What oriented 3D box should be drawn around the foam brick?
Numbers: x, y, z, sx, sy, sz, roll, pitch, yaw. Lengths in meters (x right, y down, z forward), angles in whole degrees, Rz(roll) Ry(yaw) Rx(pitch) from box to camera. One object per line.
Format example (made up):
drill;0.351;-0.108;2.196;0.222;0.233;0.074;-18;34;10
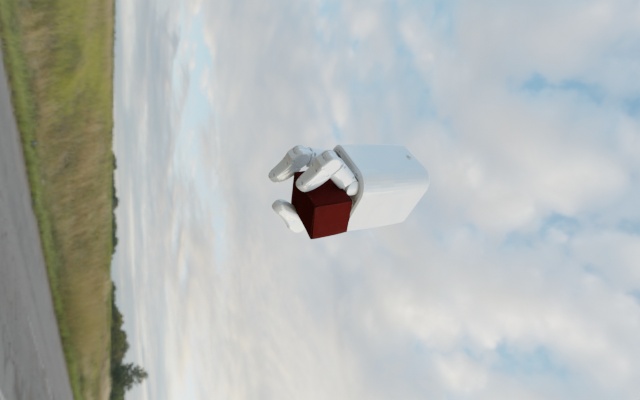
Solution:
foam brick;0.000;0.002;0.606;0.051;0.053;0.078;-8;40;-21
